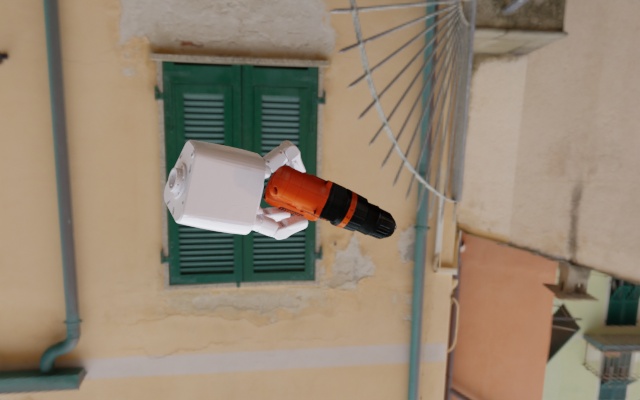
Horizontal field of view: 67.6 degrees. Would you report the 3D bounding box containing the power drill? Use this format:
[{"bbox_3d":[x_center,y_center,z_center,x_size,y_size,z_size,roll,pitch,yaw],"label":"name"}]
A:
[{"bbox_3d":[0.000,0.002,0.699,0.184,0.057,0.187,25,-7,-17],"label":"power drill"}]
